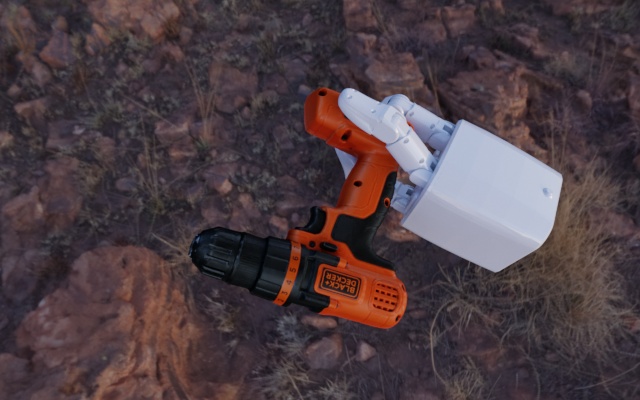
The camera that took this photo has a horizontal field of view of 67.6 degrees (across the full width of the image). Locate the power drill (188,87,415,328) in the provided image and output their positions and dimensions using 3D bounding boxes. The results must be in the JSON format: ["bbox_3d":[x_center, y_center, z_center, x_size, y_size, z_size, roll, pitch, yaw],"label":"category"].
[{"bbox_3d":[0.000,0.001,0.414,0.184,0.187,0.057,20,-17,-14],"label":"power drill"}]
